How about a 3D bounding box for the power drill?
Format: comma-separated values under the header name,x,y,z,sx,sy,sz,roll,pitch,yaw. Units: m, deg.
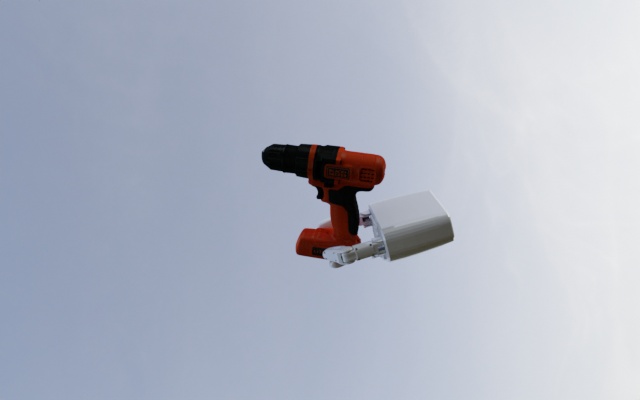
name,x,y,z,sx,sy,sz,roll,pitch,yaw
power drill,0.000,0.003,0.737,0.184,0.188,0.057,9,34,9
